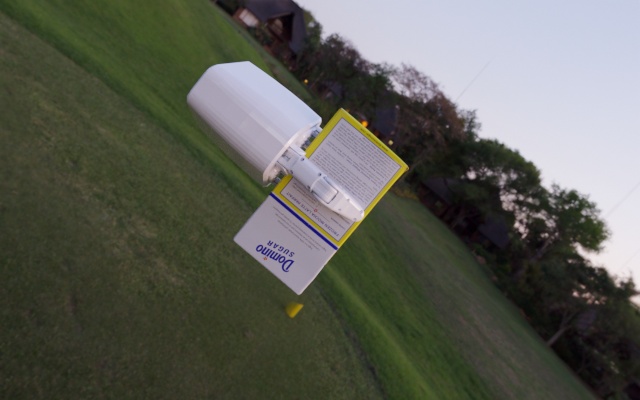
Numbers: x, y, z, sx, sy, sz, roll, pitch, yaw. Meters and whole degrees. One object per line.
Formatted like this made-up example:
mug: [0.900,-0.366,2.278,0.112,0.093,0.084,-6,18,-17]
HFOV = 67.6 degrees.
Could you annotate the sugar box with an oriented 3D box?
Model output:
sugar box: [0.000,0.001,0.503,0.093,0.176,0.048,41,7,0]
